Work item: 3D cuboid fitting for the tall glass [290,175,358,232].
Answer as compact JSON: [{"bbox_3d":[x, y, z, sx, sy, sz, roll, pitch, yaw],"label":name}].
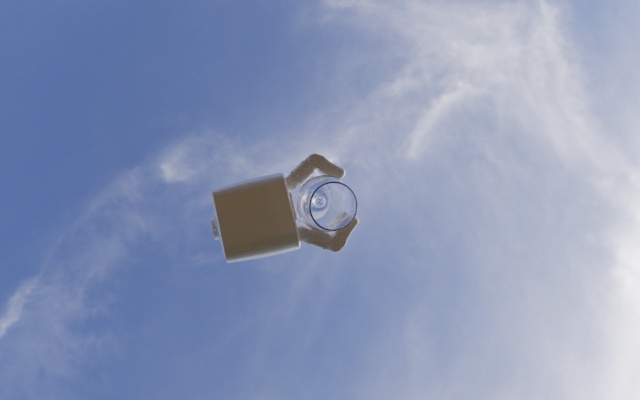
[{"bbox_3d":[0.000,0.002,0.689,0.079,0.079,0.201,0,3,-10],"label":"tall glass"}]
